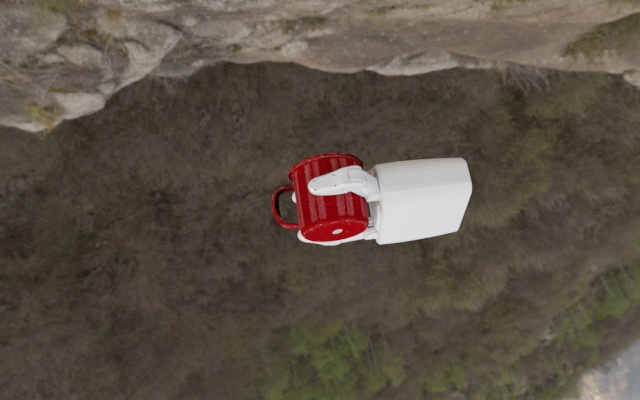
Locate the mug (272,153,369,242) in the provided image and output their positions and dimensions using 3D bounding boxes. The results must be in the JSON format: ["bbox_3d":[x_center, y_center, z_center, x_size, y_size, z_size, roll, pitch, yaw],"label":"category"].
[{"bbox_3d":[-0.001,0.002,0.569,0.117,0.081,0.093,-9,-21,-1],"label":"mug"}]
